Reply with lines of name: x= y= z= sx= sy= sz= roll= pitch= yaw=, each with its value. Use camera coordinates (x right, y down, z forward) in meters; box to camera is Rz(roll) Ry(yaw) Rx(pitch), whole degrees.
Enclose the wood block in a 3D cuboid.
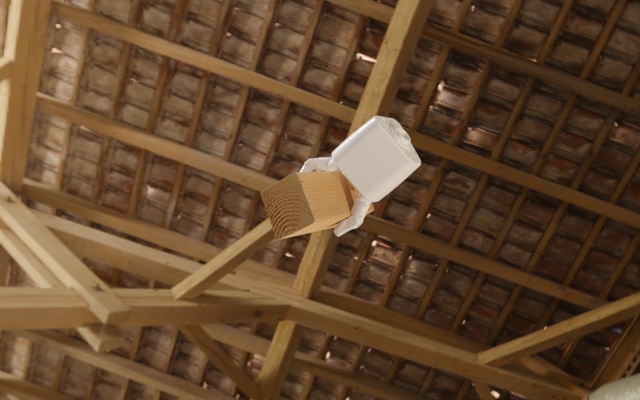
wood block: x=0.001 y=0.003 z=0.870 sx=0.090 sy=0.091 sz=0.206 roll=-27 pitch=-11 yaw=33
